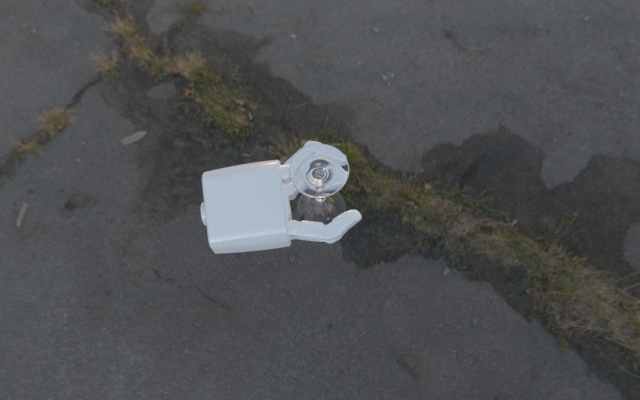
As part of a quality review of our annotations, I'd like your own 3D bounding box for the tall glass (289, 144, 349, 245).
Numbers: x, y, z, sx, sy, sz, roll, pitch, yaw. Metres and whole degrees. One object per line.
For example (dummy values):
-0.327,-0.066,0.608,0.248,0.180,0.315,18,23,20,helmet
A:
0.000,0.002,0.674,0.079,0.079,0.201,0,-24,2,tall glass
